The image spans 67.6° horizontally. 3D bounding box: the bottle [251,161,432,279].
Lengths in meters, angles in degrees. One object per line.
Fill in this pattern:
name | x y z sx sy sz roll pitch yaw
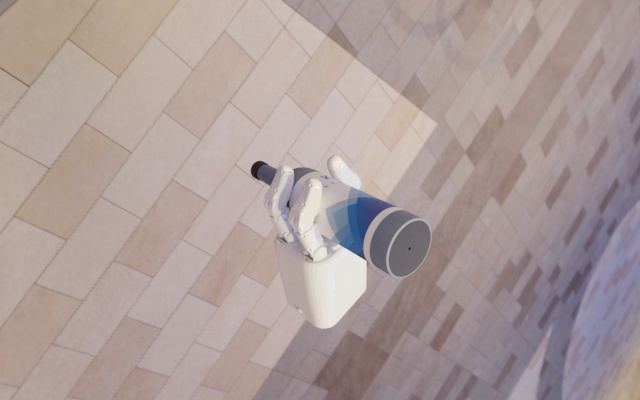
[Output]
bottle | 0.000 0.002 0.586 0.069 0.069 0.295 0 19 -40
